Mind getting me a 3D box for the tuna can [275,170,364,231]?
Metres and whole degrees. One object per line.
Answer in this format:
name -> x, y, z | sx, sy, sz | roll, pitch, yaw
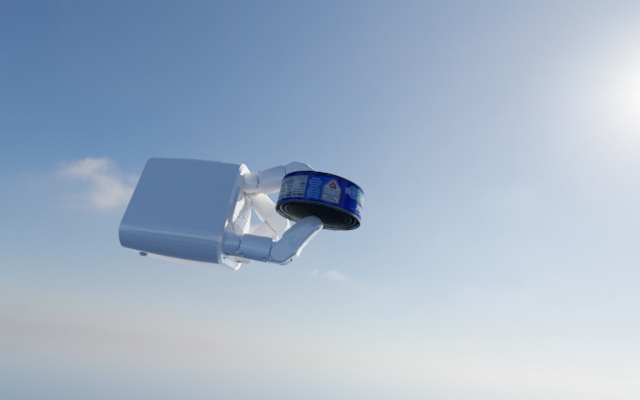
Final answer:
tuna can -> 0.000, 0.001, 0.475 | 0.086, 0.033, 0.086 | 10, -18, 3
